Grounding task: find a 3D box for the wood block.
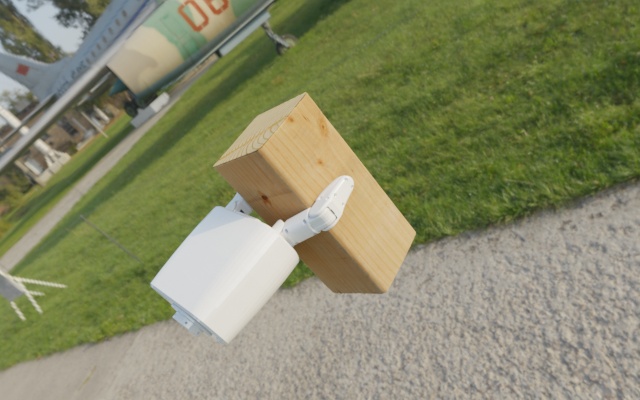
[{"bbox_3d":[0.000,0.002,0.516,0.091,0.090,0.206,-11,-53,49],"label":"wood block"}]
